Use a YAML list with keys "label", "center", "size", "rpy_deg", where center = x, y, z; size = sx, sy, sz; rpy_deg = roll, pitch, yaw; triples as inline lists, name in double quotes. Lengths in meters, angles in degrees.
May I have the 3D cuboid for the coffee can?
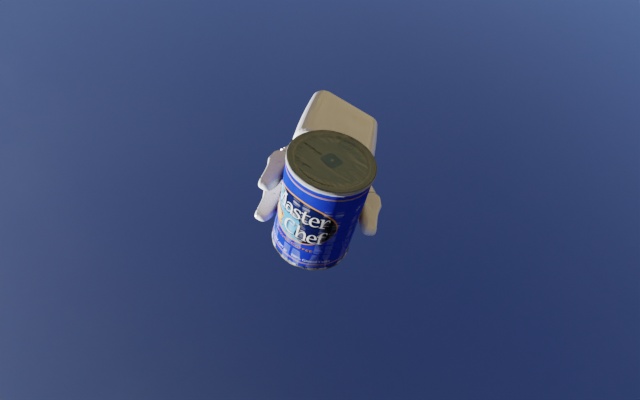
- label: "coffee can"
  center: [0.000, 0.002, 0.574]
  size: [0.103, 0.102, 0.140]
  rpy_deg: [0, -43, -15]
